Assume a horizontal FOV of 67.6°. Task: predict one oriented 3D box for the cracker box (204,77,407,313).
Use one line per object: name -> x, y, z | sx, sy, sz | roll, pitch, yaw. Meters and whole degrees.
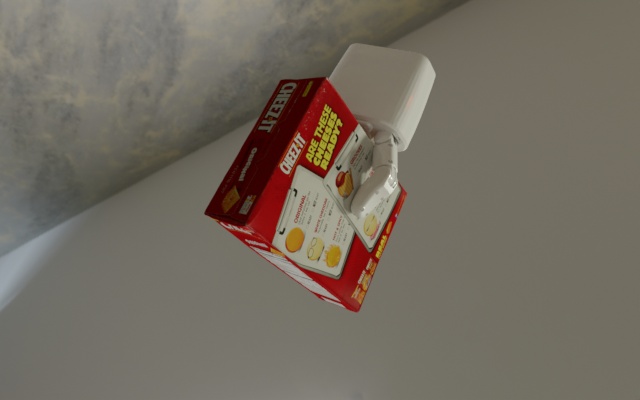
cracker box -> 0.000, 0.002, 0.514 | 0.072, 0.164, 0.214 | 10, -25, 40
